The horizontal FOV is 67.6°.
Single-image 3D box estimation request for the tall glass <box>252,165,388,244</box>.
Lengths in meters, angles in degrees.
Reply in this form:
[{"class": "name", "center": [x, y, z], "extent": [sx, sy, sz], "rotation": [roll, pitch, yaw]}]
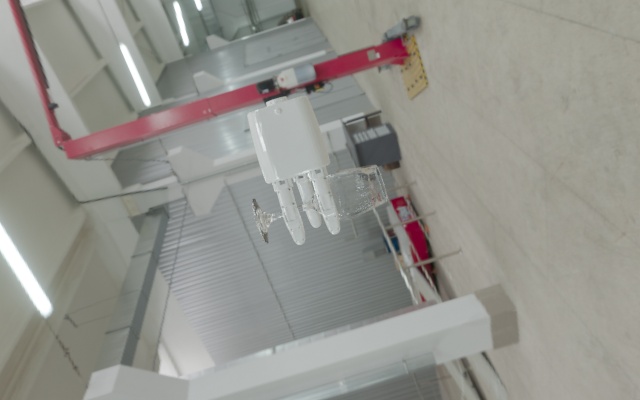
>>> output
[{"class": "tall glass", "center": [0.000, 0.003, 0.745], "extent": [0.201, 0.079, 0.079], "rotation": [-17, 0, 1]}]
